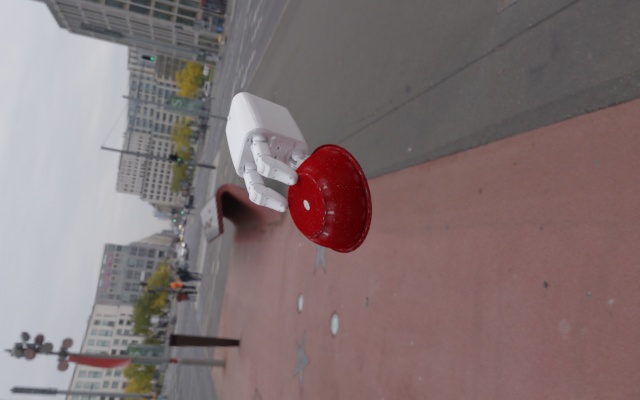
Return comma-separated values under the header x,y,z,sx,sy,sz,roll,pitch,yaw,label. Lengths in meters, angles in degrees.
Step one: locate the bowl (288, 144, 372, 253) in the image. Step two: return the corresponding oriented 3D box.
x,y,z,sx,sy,sz,roll,pitch,yaw,label
0.001,0.003,0.681,0.055,0.162,0.162,-12,7,-35,bowl
